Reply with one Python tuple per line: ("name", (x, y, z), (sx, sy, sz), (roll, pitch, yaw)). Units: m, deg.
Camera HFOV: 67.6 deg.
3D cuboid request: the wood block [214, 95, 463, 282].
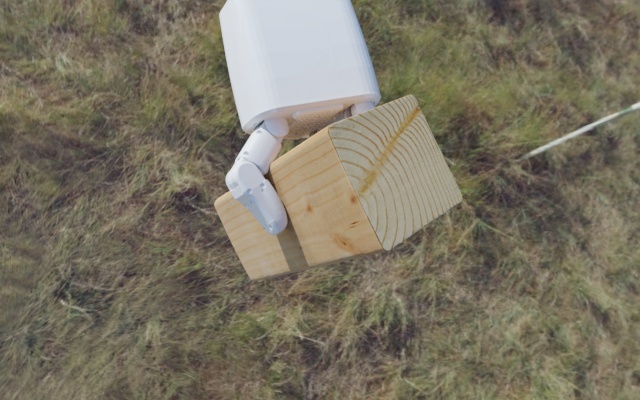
("wood block", (0.000, 0.001, 0.407), (0.091, 0.090, 0.206), (-26, 1, -35))
